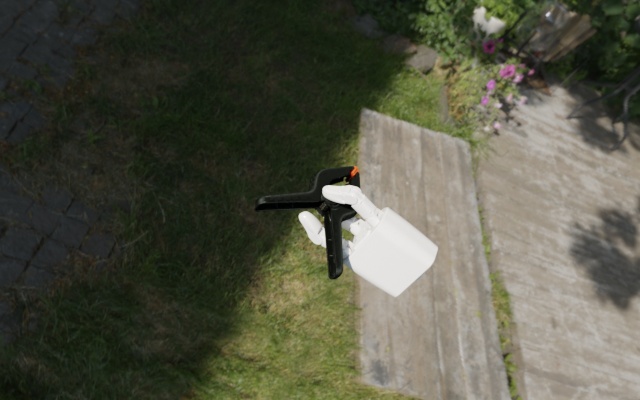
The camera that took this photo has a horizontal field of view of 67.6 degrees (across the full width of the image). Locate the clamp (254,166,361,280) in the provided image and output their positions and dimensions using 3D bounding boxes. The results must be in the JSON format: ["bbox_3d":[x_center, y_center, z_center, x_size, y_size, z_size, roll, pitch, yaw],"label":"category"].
[{"bbox_3d":[0.001,0.002,0.754,0.164,0.210,0.036,38,-43,-7],"label":"clamp"}]
